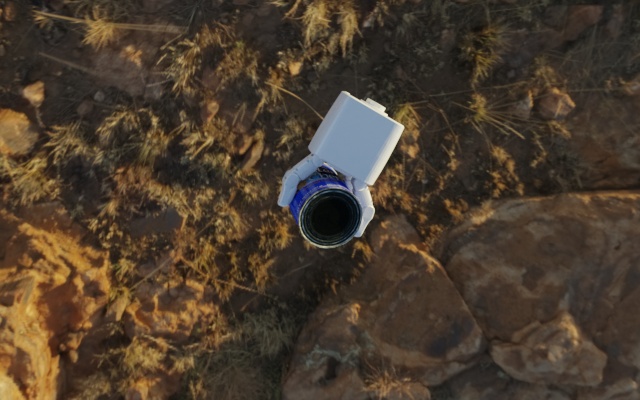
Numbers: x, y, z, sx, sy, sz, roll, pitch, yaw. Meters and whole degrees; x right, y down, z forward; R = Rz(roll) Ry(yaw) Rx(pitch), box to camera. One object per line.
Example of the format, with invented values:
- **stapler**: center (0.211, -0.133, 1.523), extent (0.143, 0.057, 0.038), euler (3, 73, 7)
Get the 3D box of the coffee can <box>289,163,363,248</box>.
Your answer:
- **coffee can**: center (0.000, 0.003, 0.793), extent (0.103, 0.103, 0.140), euler (0, 21, -14)
